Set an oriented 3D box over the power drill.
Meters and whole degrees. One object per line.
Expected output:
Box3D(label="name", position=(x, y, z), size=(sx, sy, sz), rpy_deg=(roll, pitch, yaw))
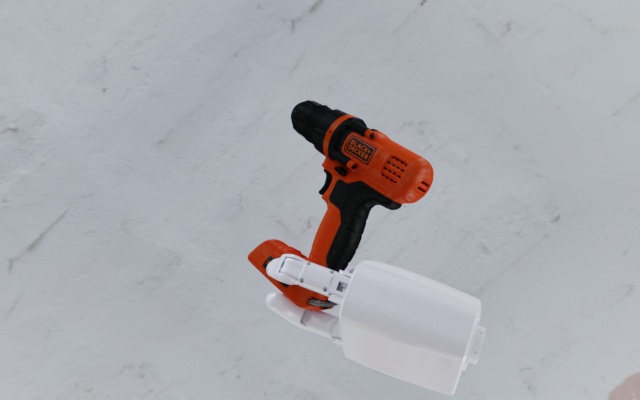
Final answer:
Box3D(label="power drill", position=(0.000, 0.002, 0.492), size=(0.184, 0.188, 0.057), rpy_deg=(36, 12, 38))
